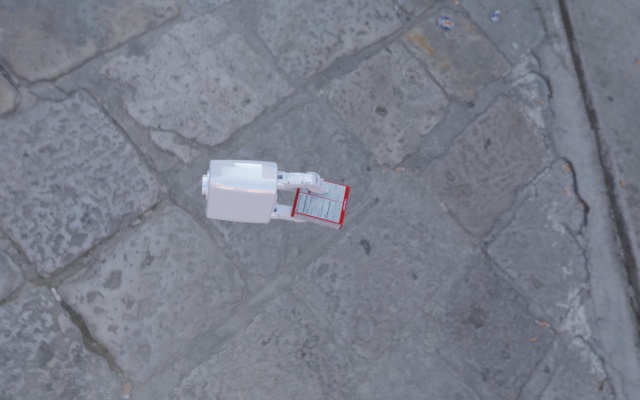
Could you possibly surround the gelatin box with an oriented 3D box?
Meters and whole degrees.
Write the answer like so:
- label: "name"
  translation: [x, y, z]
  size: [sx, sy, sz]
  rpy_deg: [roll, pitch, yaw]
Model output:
- label: "gelatin box"
  translation: [0.001, 0.003, 0.816]
  size: [0.089, 0.073, 0.030]
  rpy_deg: [14, -24, -4]
